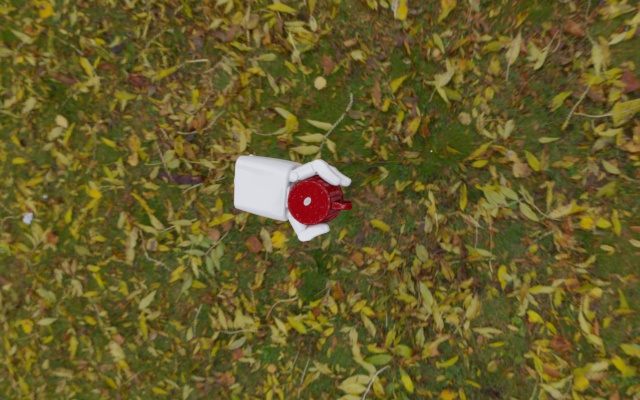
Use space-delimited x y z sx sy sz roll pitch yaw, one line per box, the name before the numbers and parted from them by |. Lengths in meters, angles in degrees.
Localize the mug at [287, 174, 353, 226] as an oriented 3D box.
mug | 0.001 0.003 0.864 0.117 0.093 0.081 12 8 13
